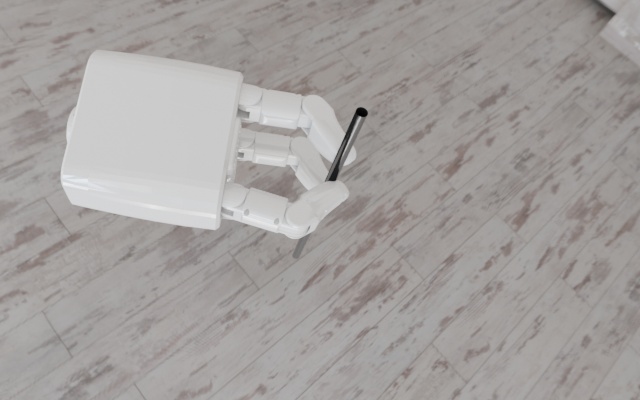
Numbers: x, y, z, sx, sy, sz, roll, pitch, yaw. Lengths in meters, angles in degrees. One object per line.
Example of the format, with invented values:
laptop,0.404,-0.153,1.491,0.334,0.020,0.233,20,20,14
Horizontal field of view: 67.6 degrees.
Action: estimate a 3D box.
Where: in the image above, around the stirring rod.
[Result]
stirring rod,0.000,0.001,0.403,0.011,0.011,0.240,0,-28,-14
